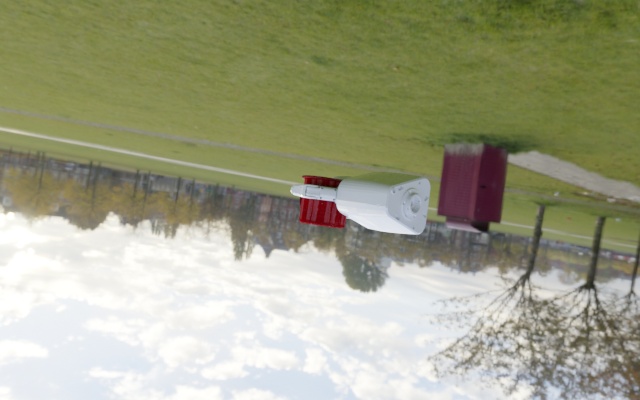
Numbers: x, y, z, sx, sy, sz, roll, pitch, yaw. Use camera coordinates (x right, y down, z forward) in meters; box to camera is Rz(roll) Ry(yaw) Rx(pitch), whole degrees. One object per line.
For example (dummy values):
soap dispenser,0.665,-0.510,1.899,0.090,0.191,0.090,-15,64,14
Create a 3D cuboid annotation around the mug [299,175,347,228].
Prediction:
mug,-0.001,0.003,0.841,0.093,0.081,0.117,10,-2,-40
